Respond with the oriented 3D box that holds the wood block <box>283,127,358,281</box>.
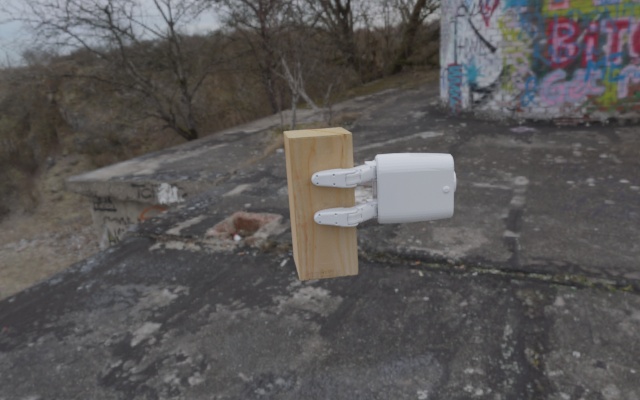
[{"bbox_3d":[0.000,0.002,0.706,0.090,0.206,0.090,-5,15,-7],"label":"wood block"}]
